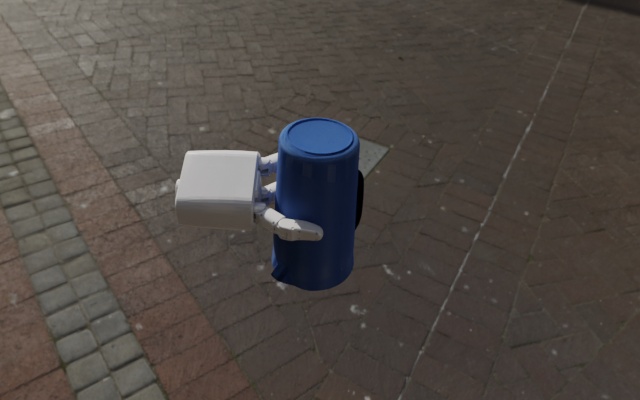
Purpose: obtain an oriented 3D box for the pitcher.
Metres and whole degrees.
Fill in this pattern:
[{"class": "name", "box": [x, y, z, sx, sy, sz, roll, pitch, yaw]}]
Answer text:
[{"class": "pitcher", "box": [0.000, 0.002, 0.706, 0.145, 0.243, 0.149, 3, 40, -1]}]
